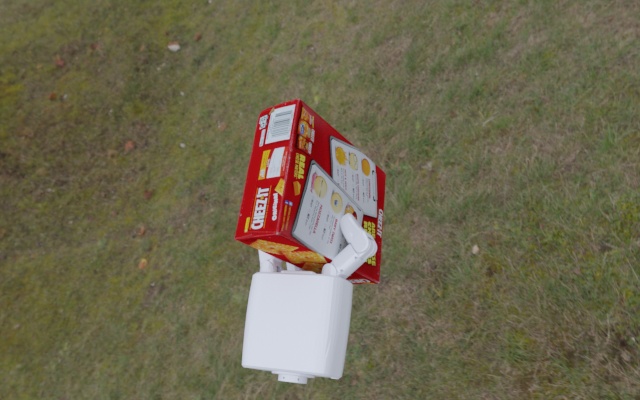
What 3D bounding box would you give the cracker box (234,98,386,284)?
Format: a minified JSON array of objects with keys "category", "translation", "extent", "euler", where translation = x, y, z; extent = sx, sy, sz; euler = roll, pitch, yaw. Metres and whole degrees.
[{"category":"cracker box","translation":[0.000,0.002,0.597],"extent":[0.072,0.164,0.214],"euler":[-8,-26,34]}]
